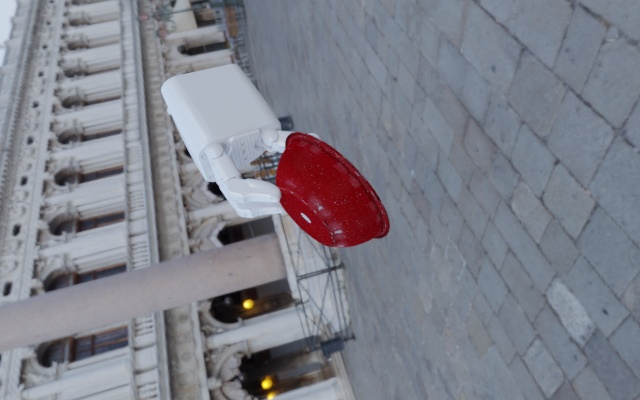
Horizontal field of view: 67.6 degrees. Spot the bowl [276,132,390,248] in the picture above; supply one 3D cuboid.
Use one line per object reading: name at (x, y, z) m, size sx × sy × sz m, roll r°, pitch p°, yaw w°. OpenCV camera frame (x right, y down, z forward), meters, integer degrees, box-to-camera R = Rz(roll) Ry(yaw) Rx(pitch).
bowl at (0.001, 0.003, 0.544) m, size 0.055 × 0.162 × 0.162 m, roll -45°, pitch 17°, yaw -18°
